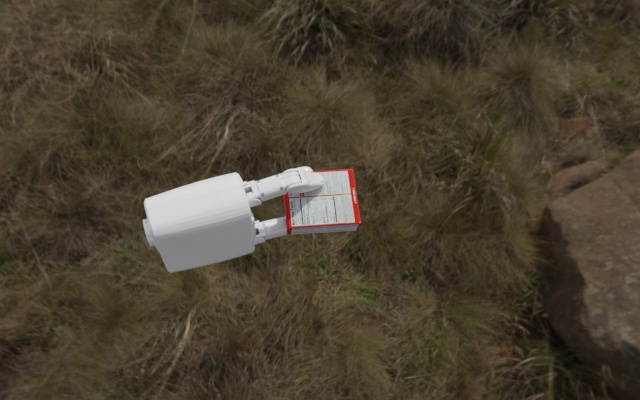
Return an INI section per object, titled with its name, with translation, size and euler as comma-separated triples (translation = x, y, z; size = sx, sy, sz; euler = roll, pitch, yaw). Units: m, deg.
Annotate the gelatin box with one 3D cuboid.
[gelatin box]
translation = 0.000, 0.002, 0.583
size = 0.089, 0.073, 0.030
euler = -4, -23, -8
